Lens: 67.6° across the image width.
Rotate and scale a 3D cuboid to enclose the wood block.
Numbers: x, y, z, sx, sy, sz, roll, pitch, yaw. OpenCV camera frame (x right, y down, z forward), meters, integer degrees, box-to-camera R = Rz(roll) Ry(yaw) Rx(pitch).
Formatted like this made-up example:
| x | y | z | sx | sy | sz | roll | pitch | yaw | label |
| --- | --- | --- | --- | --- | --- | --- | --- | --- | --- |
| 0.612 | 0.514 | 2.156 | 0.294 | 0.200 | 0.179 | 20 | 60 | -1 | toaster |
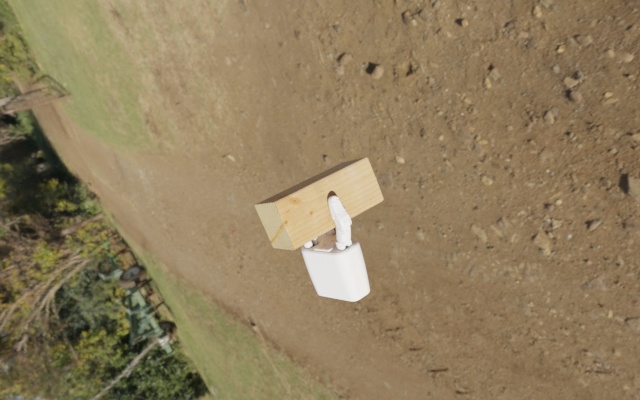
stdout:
| x | y | z | sx | sy | sz | roll | pitch | yaw | label |
| --- | --- | --- | --- | --- | --- | --- | --- | --- | --- |
| 0.000 | 0.003 | 0.871 | 0.206 | 0.090 | 0.091 | -27 | 11 | -27 | wood block |
